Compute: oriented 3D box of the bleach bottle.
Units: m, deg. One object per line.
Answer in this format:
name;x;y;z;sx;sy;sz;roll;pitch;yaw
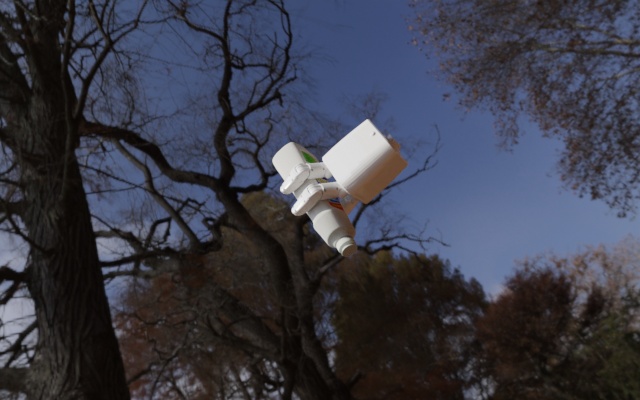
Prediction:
bleach bottle;0.000;0.003;0.847;0.103;0.068;0.250;35;17;-48
